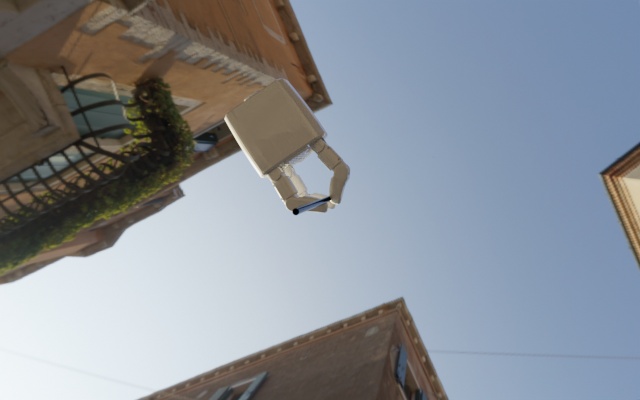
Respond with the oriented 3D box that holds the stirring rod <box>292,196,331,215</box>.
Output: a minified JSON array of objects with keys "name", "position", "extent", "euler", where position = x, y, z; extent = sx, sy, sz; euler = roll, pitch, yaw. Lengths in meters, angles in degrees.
[{"name":"stirring rod","position":[0.000,0.002,0.647],"extent":[0.011,0.011,0.239],"euler":[0,5,13]}]
